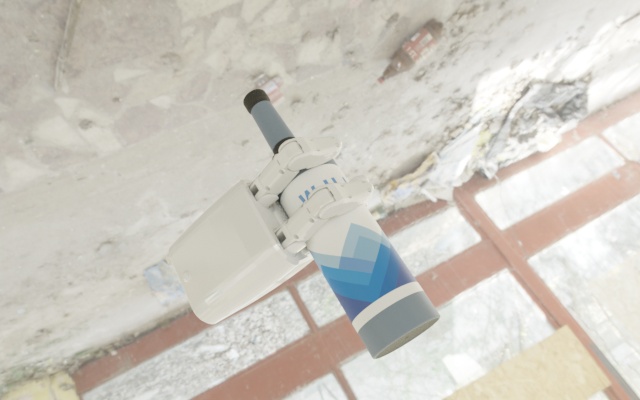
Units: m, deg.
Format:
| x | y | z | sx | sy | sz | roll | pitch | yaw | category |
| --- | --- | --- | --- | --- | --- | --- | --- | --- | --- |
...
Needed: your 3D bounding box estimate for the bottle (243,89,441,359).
| x | y | z | sx | sy | sz | roll | pitch | yaw | category |
| --- | --- | --- | --- | --- | --- | --- | --- | --- | --- |
| 0.000 | 0.002 | 0.456 | 0.069 | 0.295 | 0.069 | -26 | -26 | -14 | bottle |
